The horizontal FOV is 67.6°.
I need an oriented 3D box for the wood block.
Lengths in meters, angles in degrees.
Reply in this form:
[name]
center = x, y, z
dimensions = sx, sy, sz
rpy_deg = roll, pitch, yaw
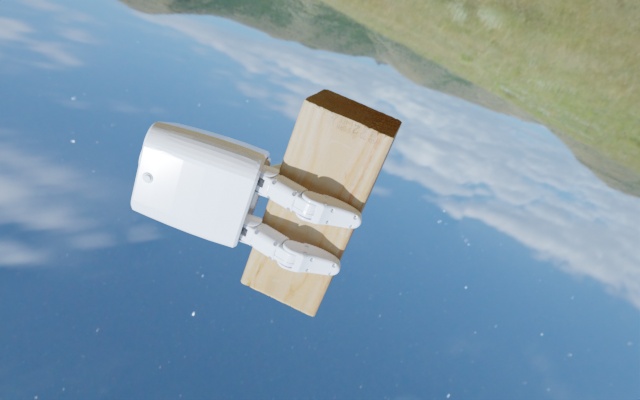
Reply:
[wood block]
center = 0.000, 0.001, 0.498
dimensions = 0.090, 0.206, 0.090
rpy_deg = 24, 24, 5
